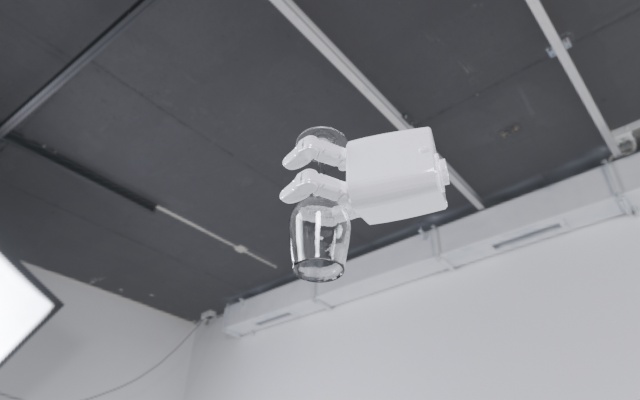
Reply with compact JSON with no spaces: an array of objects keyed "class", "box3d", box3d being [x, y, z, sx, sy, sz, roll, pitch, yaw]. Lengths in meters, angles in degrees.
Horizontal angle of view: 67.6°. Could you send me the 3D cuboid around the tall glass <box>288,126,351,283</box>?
[{"class":"tall glass","box3d":[0.000,0.002,0.618,0.079,0.201,0.079,1,-35,1]}]
